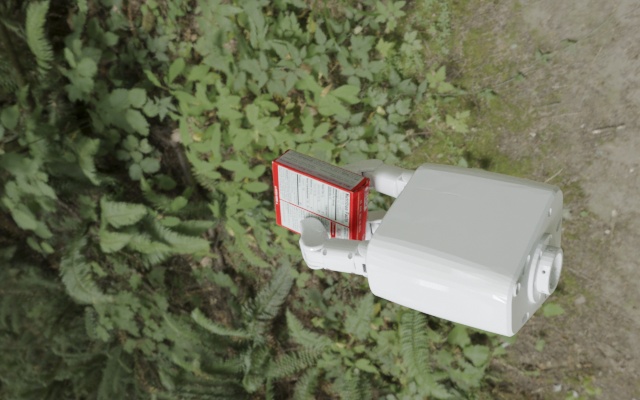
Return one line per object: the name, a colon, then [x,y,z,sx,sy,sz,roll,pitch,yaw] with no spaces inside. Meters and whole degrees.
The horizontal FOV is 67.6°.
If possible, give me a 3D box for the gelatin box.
gelatin box: [0.000,0.002,0.434,0.089,0.073,0.030,21,42,27]
